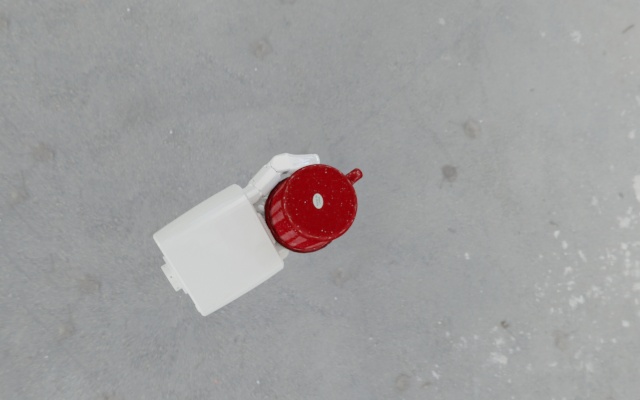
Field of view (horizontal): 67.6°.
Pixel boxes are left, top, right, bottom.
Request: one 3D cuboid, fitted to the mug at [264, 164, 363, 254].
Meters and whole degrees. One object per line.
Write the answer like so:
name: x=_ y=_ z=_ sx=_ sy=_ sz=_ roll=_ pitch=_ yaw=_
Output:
mug: x=0.001 y=0.001 z=0.523 sx=0.117 sy=0.093 sz=0.081 roll=-34 pitch=0 yaw=-18
